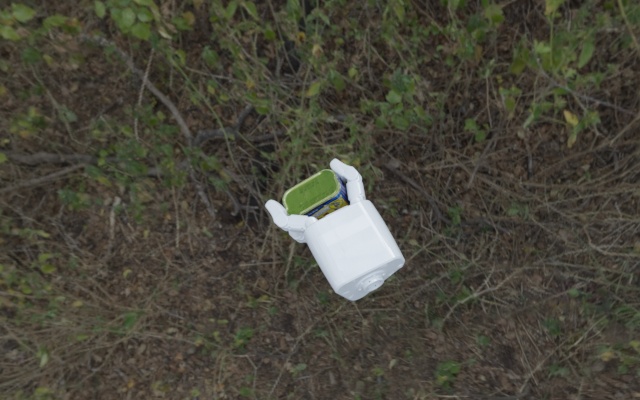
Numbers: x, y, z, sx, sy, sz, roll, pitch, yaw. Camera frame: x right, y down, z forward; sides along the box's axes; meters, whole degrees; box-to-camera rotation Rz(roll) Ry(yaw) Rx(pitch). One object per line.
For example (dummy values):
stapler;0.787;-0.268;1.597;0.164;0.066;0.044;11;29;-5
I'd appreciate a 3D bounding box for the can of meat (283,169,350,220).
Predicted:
can of meat;0.000;0.002;0.773;0.102;0.057;0.084;-30;-30;11
